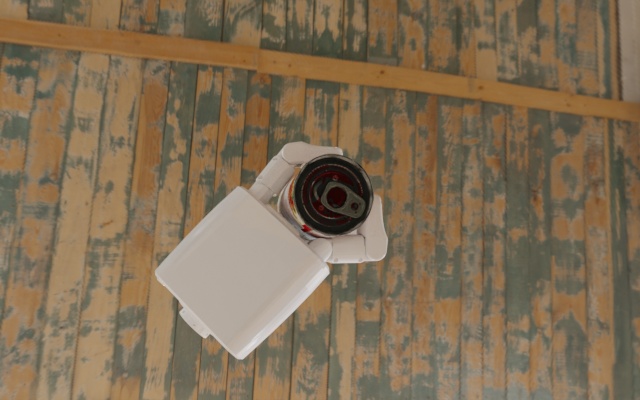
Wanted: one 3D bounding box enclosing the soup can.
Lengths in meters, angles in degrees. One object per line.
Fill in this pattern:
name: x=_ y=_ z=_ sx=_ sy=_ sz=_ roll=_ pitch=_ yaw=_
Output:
soup can: x=0.000 y=0.001 z=0.436 sx=0.068 sy=0.068 sz=0.102 roll=0 pitch=-7 yaw=-13
